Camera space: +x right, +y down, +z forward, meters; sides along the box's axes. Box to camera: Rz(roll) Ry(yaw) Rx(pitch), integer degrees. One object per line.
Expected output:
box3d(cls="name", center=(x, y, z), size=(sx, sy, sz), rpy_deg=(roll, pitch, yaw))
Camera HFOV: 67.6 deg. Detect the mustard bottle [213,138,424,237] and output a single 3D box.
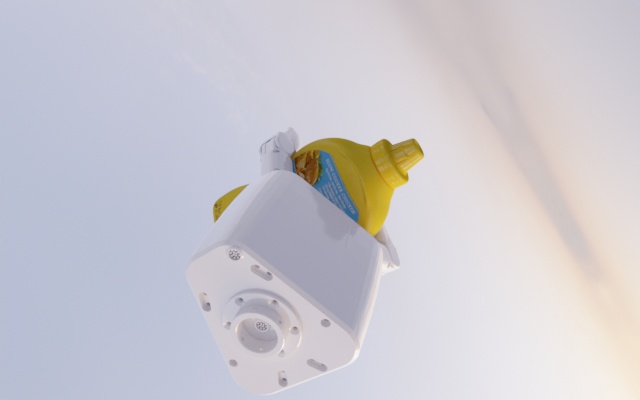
box3d(cls="mustard bottle", center=(0.000, 0.001, 0.411), size=(0.192, 0.096, 0.058), rpy_deg=(-29, -10, 23))
